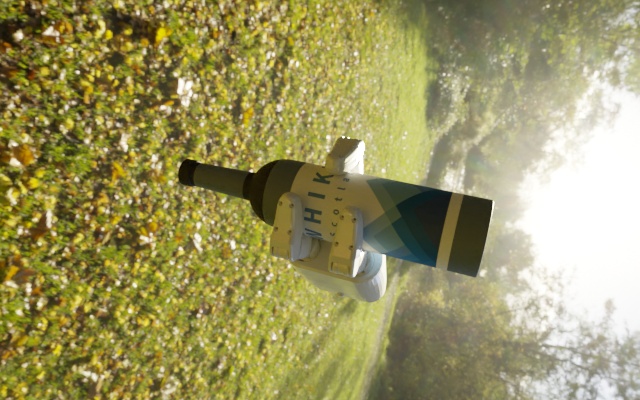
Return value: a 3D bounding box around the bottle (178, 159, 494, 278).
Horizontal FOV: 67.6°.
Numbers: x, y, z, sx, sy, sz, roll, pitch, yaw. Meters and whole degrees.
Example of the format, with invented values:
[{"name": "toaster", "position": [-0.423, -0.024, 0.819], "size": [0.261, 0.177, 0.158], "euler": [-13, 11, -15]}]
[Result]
[{"name": "bottle", "position": [0.000, 0.001, 0.441], "size": [0.295, 0.069, 0.069], "euler": [13, 4, 17]}]
